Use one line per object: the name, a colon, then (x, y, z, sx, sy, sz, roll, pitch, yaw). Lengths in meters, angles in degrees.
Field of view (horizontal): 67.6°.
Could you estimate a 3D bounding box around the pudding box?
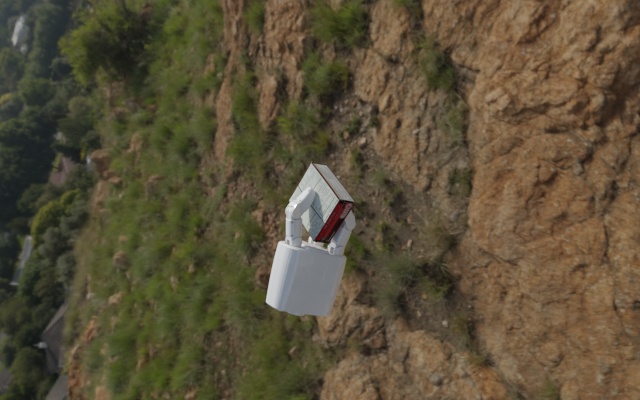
pudding box: (0.000, 0.003, 0.797, 0.039, 0.090, 0.113, 11, 32, -40)
